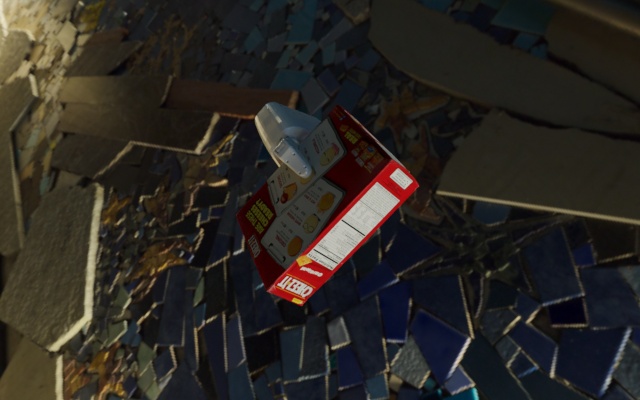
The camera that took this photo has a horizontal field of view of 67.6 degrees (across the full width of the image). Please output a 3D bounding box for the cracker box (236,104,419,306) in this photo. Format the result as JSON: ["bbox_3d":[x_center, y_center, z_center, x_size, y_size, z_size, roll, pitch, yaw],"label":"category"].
[{"bbox_3d":[0.000,0.002,0.616,0.072,0.214,0.164,34,14,-38],"label":"cracker box"}]
